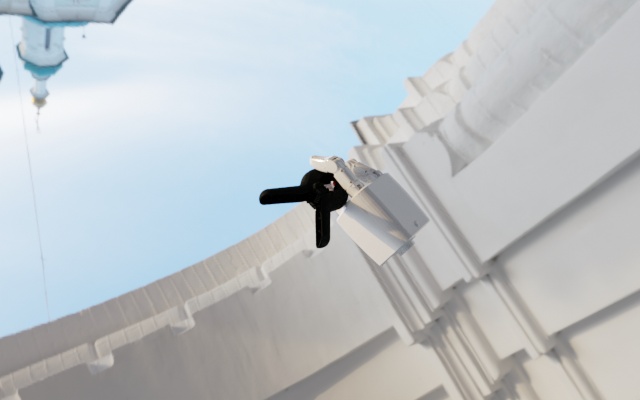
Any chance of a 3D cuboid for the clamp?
[{"bbox_3d":[0.000,0.003,0.728,0.171,0.120,0.039,-32,-14,-45],"label":"clamp"}]
